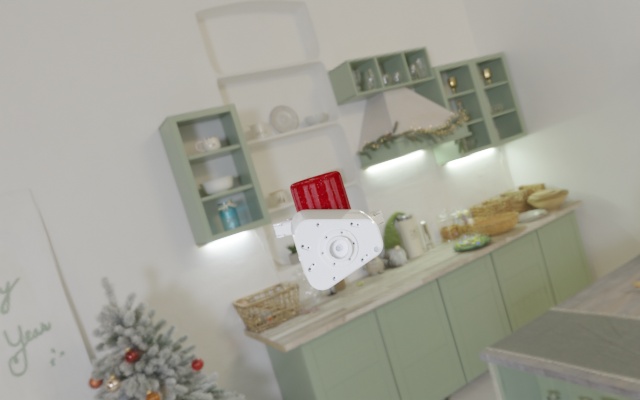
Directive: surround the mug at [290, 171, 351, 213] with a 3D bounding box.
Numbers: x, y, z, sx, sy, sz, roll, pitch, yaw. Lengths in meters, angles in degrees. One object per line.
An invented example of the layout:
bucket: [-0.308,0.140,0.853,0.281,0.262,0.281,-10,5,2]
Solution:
mug: [0.000,0.002,0.752,0.093,0.081,0.117,-18,6,-7]
